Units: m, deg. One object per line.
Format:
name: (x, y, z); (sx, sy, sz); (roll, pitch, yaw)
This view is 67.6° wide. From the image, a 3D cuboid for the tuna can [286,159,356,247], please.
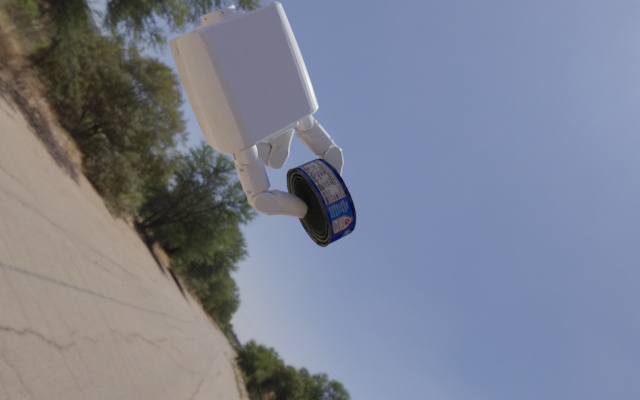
tuna can: (0.001, 0.001, 0.484); (0.033, 0.086, 0.086); (-25, 9, -20)
